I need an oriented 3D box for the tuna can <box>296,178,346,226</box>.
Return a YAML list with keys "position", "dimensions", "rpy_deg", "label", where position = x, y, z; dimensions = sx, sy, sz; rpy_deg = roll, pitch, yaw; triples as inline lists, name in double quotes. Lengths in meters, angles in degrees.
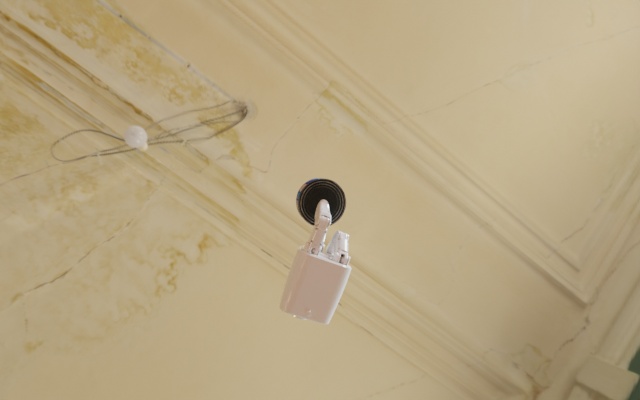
- position: [0.000, 0.003, 0.846]
  dimensions: [0.086, 0.086, 0.033]
  rpy_deg: [0, 6, -11]
  label: "tuna can"
